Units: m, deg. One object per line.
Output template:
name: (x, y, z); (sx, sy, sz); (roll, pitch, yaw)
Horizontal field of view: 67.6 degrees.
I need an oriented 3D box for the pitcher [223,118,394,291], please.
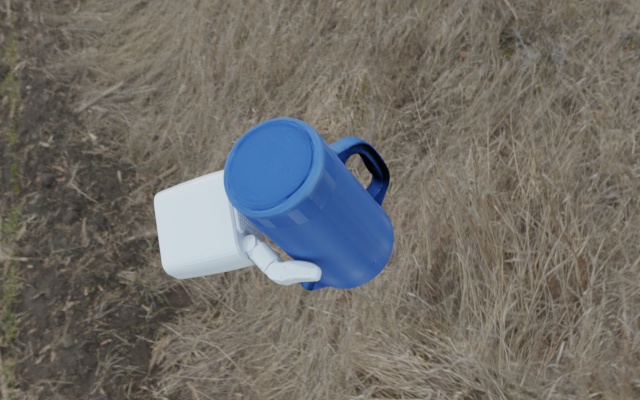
pitcher: (0.000, 0.002, 0.552); (0.145, 0.149, 0.243); (-13, -27, 17)
